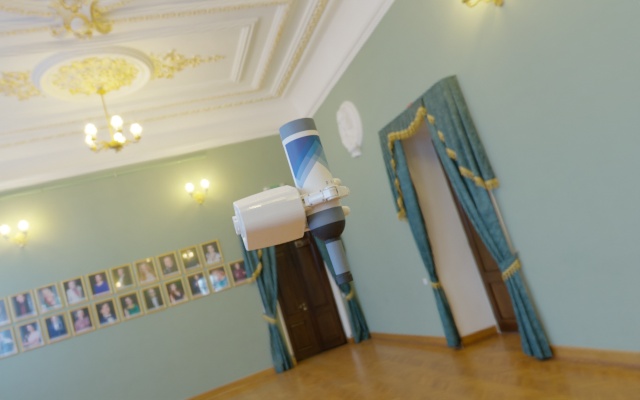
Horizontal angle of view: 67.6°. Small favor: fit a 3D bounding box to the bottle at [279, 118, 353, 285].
[{"bbox_3d":[0.000,0.002,0.843,0.069,0.295,0.069,-17,-8,-2],"label":"bottle"}]
